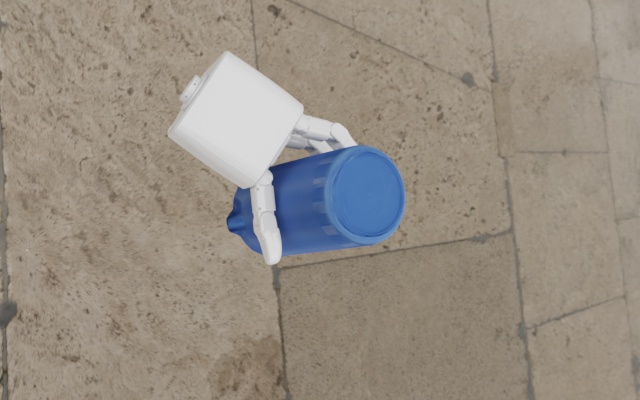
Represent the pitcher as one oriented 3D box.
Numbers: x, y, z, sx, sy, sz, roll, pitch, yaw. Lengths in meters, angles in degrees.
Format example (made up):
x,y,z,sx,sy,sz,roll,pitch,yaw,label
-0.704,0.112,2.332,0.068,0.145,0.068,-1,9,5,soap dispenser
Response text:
x,y,z,sx,sy,sz,roll,pitch,yaw,label
0.000,0.002,0.607,0.145,0.149,0.243,36,-22,-23,pitcher
